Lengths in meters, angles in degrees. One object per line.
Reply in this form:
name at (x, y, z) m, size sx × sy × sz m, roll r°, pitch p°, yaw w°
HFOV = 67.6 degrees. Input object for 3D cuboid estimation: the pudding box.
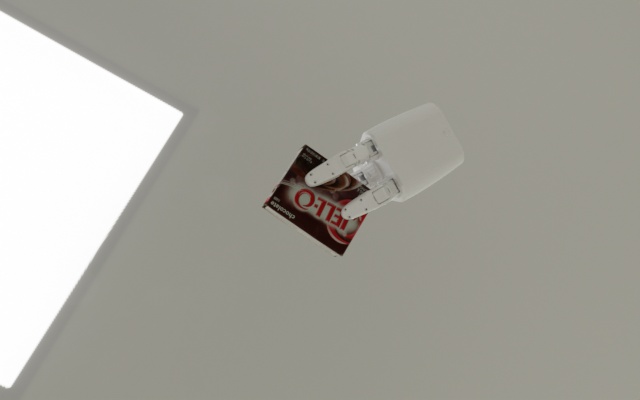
pudding box at (0.000, 0.002, 0.580) m, size 0.113 × 0.090 × 0.039 m, roll 34°, pitch -16°, yaw -7°
